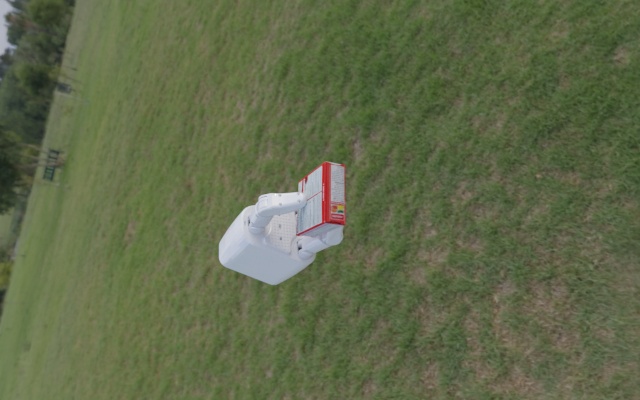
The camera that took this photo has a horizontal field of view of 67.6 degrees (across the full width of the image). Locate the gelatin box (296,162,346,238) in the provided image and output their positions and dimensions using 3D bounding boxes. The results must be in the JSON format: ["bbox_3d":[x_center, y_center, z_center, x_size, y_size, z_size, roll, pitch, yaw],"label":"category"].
[{"bbox_3d":[0.000,0.002,0.580,0.030,0.073,0.089,8,-17,-23],"label":"gelatin box"}]
